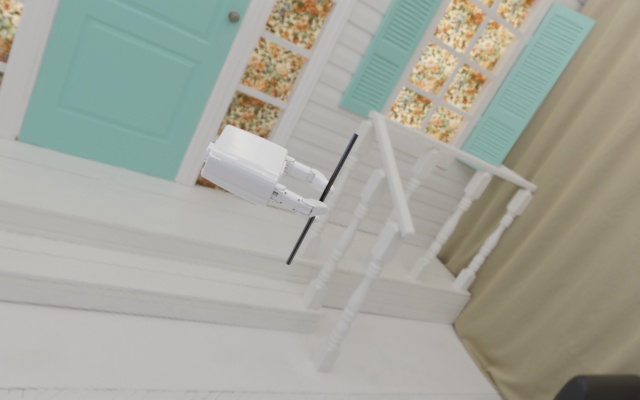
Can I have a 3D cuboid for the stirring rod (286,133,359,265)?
[{"bbox_3d":[0.000,0.003,0.752,0.011,0.239,0.011,25,17,-8],"label":"stirring rod"}]
